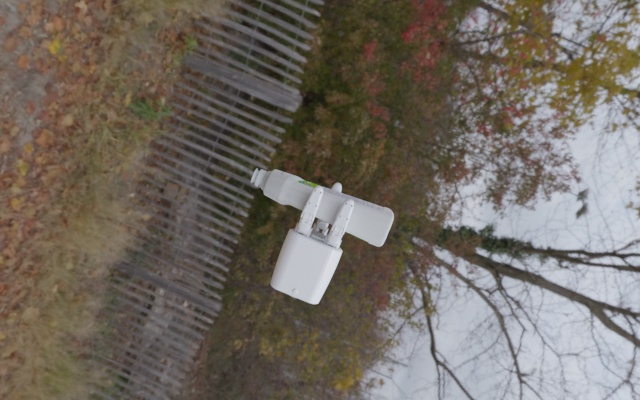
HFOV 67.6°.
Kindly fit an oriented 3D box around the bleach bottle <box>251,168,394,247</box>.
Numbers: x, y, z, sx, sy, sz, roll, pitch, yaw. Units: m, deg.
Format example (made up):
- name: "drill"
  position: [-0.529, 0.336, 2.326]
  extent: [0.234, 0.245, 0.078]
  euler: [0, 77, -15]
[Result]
- name: "bleach bottle"
  position: [0.000, 0.003, 0.842]
  extent: [0.251, 0.068, 0.102]
  euler: [22, 5, 1]
